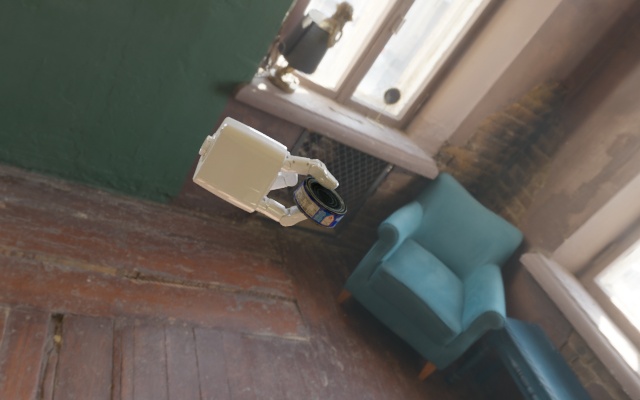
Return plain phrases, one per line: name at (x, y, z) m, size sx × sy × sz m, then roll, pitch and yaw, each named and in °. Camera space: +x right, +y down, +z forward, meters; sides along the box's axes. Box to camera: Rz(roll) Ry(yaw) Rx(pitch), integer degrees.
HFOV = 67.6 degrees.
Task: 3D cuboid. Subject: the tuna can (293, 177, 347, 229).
tuna can at (0.001, 0.002, 0.766) m, size 0.034 × 0.086 × 0.086 m, roll -49°, pitch -25°, yaw 24°
